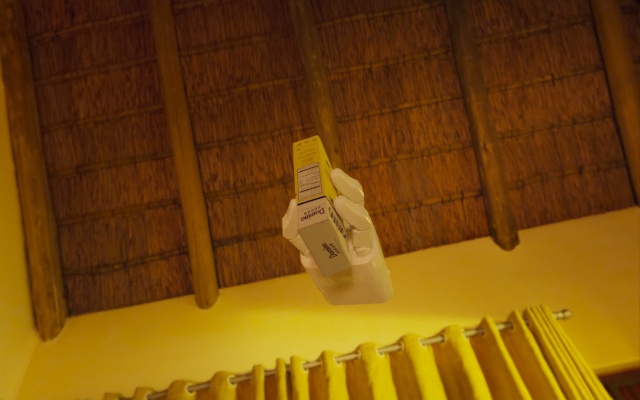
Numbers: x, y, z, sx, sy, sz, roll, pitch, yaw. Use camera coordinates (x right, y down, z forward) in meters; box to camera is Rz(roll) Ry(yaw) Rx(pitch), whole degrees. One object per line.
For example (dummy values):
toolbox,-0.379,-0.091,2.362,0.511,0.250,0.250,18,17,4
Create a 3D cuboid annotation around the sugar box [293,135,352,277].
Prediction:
sugar box,0.001,0.002,0.627,0.048,0.093,0.176,-20,40,8
